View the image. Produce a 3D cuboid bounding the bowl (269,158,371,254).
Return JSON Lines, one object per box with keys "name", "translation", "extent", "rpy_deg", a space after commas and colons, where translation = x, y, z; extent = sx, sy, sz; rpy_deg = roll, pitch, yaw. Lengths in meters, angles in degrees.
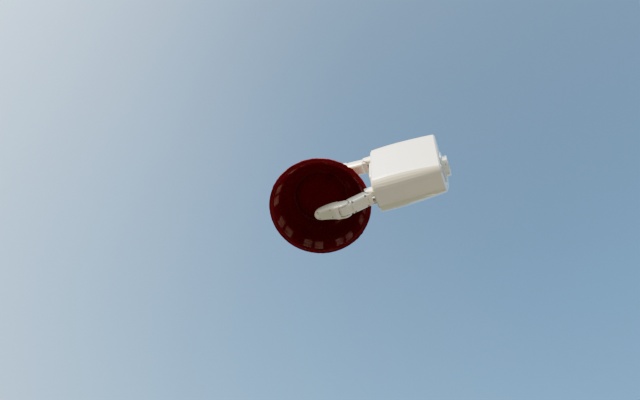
{"name": "bowl", "translation": [-0.001, 0.003, 0.777], "extent": [0.162, 0.162, 0.055], "rpy_deg": [0, 21, 2]}
